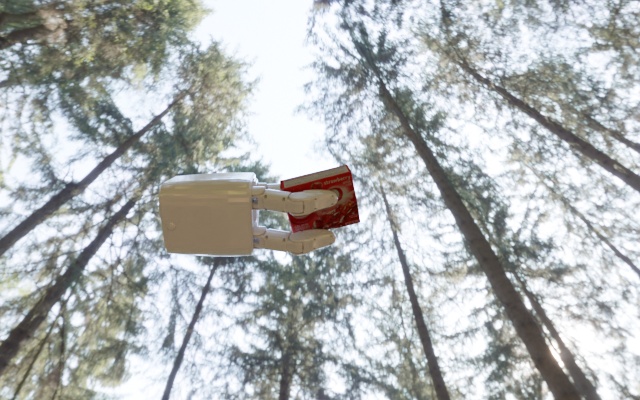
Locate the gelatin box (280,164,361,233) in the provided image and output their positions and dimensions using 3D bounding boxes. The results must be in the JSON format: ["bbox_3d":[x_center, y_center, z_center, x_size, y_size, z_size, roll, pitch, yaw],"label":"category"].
[{"bbox_3d":[0.000,0.002,0.597,0.089,0.073,0.030,-14,27,-3],"label":"gelatin box"}]
